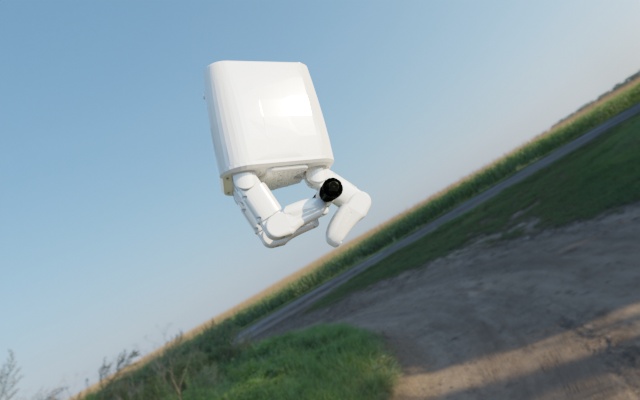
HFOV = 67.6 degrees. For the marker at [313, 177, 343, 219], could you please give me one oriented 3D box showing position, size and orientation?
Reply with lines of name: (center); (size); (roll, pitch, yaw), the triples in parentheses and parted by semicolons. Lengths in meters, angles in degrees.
marker: (0.000, 0.002, 0.462); (0.020, 0.020, 0.121); (0, -13, -11)
